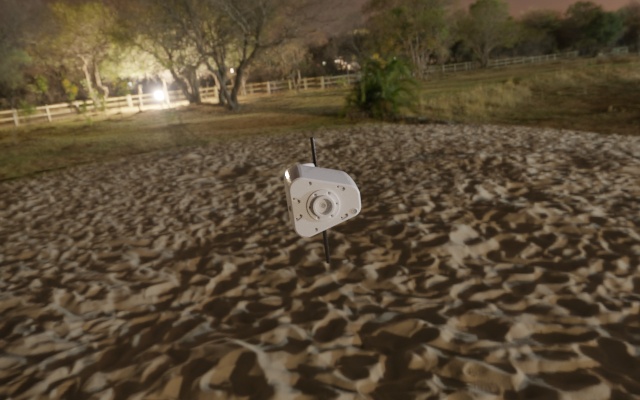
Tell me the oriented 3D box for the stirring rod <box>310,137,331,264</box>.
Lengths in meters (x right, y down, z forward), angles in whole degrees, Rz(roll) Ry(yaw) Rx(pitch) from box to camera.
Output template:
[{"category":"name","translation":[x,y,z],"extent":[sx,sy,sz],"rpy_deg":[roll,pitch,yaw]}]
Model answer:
[{"category":"stirring rod","translation":[0.000,0.003,0.883],"extent":[0.011,0.239,0.011],"rpy_deg":[-7,14,2]}]
